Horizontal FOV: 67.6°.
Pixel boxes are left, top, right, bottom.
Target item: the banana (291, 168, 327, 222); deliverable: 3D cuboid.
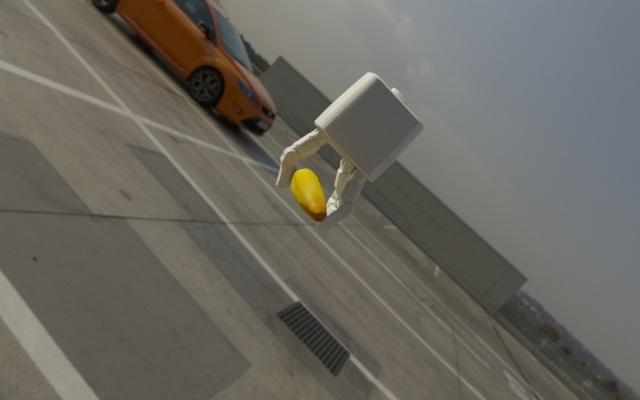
[{"bbox_3d":[-0.012,-0.012,0.645,0.037,0.069,0.198,-41,1,4],"label":"banana"}]
